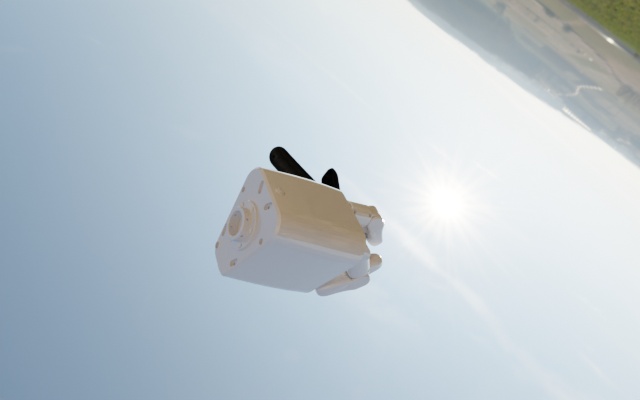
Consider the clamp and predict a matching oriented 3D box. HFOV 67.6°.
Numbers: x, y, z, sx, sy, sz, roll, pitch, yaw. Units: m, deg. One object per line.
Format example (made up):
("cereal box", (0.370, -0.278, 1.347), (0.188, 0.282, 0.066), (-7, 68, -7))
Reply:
("clamp", (0.000, 0.002, 0.580), (0.120, 0.039, 0.171), (18, 32, -38))
